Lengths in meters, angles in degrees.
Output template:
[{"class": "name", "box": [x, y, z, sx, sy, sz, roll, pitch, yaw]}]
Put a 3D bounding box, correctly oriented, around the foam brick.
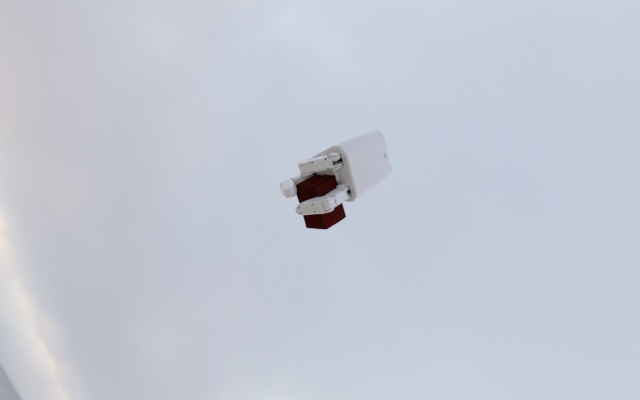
[{"class": "foam brick", "box": [0.000, 0.003, 0.791, 0.053, 0.078, 0.051, 4, 26, 47]}]
